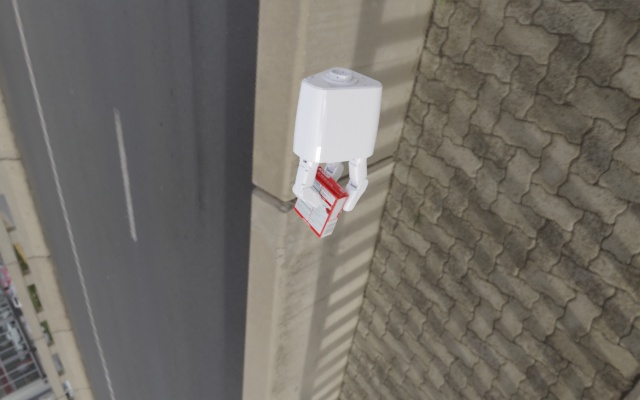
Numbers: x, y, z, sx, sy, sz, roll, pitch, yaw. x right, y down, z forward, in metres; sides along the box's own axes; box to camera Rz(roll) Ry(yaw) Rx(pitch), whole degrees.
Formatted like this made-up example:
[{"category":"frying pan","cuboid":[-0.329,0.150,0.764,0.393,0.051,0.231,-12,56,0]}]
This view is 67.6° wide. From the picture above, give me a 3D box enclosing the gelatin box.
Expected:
[{"category":"gelatin box","cuboid":[0.000,0.003,0.754,0.030,0.089,0.073,-17,52,-41]}]
